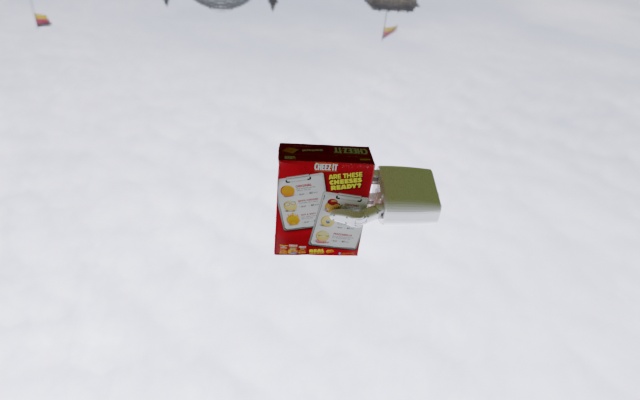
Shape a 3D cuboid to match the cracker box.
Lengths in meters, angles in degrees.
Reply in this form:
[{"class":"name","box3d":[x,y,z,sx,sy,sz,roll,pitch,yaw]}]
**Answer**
[{"class":"cracker box","box3d":[0.000,0.003,0.876,0.164,0.214,0.072,2,36,-7]}]
